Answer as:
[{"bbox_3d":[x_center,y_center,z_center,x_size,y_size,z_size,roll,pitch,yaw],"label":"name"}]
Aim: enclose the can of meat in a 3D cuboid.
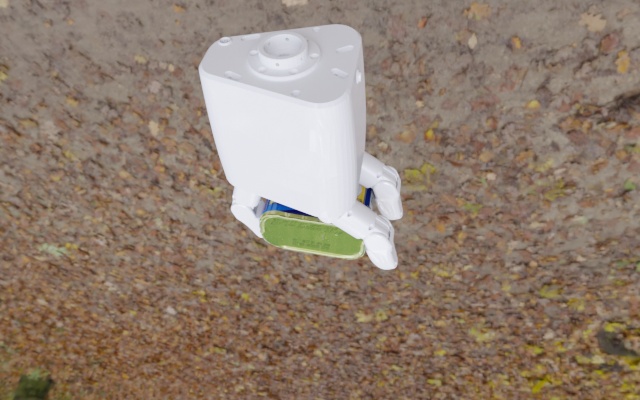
[{"bbox_3d":[0.000,0.002,0.443,0.102,0.084,0.057,8,-39,6],"label":"can of meat"}]
